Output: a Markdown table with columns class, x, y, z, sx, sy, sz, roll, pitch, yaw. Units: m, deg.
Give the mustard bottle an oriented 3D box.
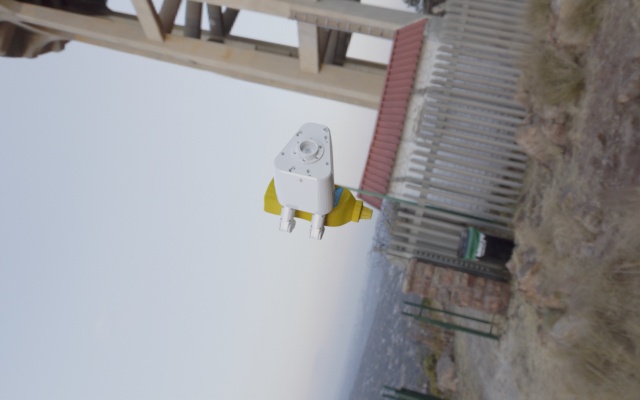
| class | x | y | z | sx | sy | sz | roll | pitch | yaw |
| --- | --- | --- | --- | --- | --- | --- | --- | --- | --- |
| mustard bottle | 0.000 | 0.003 | 0.867 | 0.191 | 0.058 | 0.096 | 13 | 37 | 8 |
